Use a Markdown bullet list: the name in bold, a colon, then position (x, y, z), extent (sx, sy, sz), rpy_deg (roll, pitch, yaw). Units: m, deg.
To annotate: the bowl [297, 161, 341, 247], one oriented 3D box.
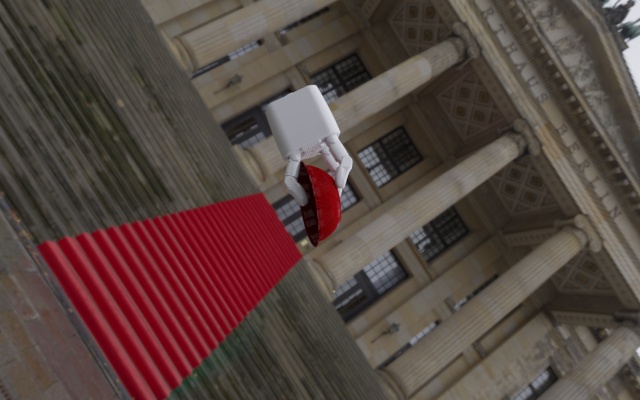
- **bowl**: position (0.001, 0.004, 0.892), extent (0.055, 0.162, 0.162), rpy_deg (-9, 2, -12)
